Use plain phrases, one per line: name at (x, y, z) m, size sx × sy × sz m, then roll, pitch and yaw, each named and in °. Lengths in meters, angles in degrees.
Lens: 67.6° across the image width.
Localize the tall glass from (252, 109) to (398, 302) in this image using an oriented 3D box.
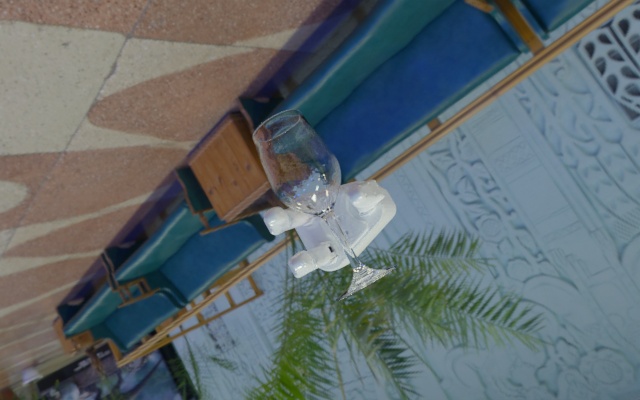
tall glass at (0.000, 0.002, 0.513) m, size 0.079 × 0.201 × 0.079 m, roll -29°, pitch -10°, yaw -5°
